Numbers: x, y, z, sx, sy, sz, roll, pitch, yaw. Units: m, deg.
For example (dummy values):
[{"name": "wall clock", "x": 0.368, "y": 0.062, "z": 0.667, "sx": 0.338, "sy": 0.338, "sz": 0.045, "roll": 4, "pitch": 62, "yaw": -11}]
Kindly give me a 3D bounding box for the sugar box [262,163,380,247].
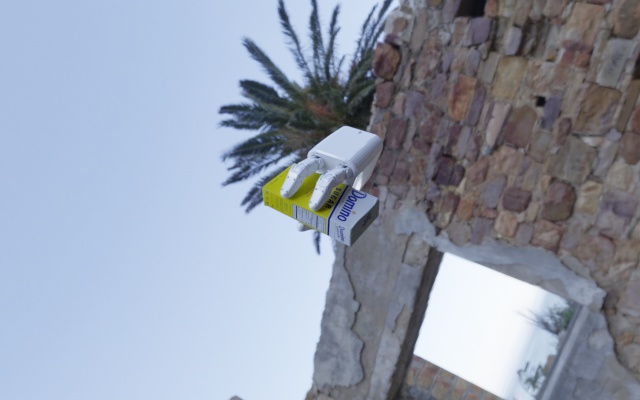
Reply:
[{"name": "sugar box", "x": 0.000, "y": 0.002, "z": 0.793, "sx": 0.176, "sy": 0.048, "sz": 0.093, "roll": 22, "pitch": 44, "yaw": 26}]
